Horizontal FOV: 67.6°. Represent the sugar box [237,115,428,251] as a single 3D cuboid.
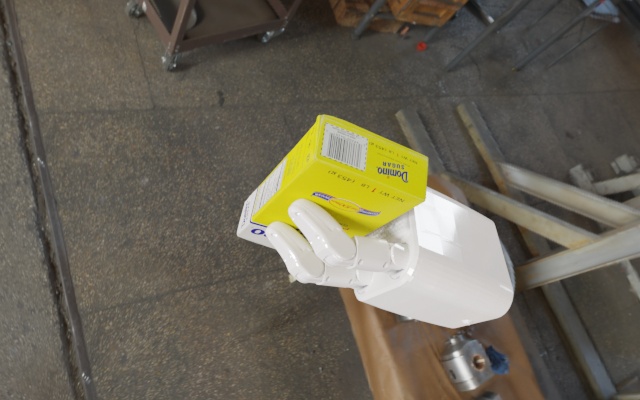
[{"bbox_3d":[0.000,0.002,0.406,0.093,0.048,0.176,20,-31,-18],"label":"sugar box"}]
